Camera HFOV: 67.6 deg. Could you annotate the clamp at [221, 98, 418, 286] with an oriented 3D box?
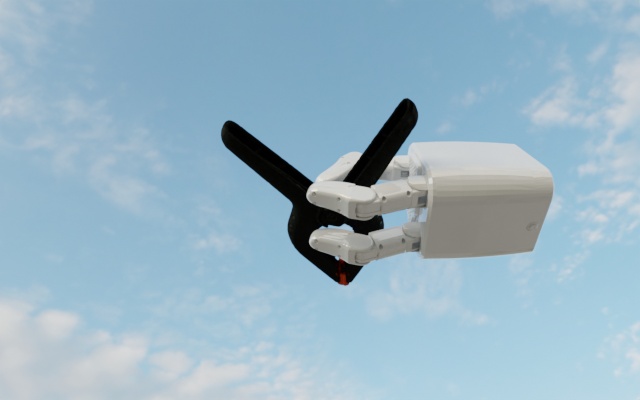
[{"bbox_3d":[0.000,0.001,0.452,0.164,0.210,0.036,0,40,2],"label":"clamp"}]
